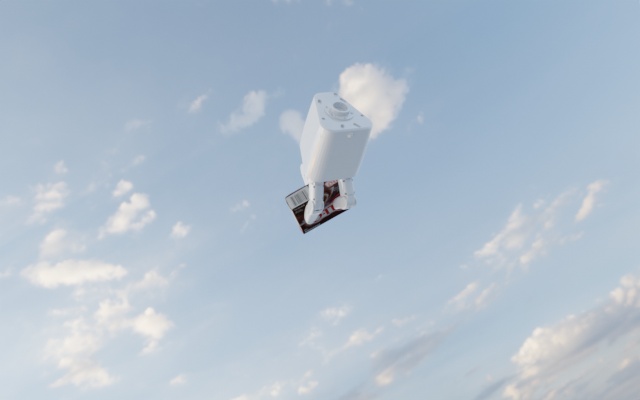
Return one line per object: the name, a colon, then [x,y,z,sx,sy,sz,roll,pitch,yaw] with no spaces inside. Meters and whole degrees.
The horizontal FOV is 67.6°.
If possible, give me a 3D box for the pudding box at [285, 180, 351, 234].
pudding box: [0.000,0.003,0.880,0.113,0.039,0.090,-27,-36,-4]
